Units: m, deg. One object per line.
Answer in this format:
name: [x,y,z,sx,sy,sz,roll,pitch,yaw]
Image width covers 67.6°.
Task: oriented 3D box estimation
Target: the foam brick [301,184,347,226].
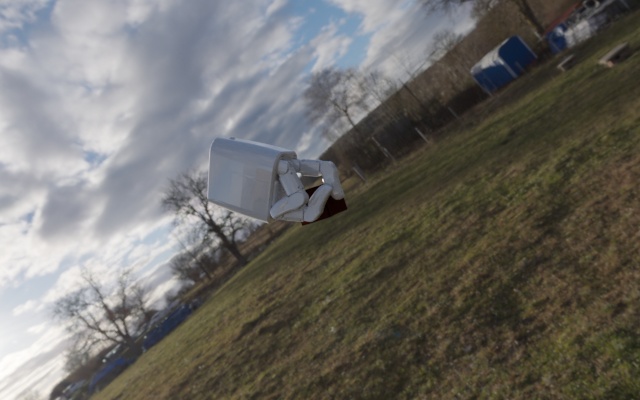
foam brick: [0.000,0.002,0.753,0.051,0.053,0.078,-19,0,23]
